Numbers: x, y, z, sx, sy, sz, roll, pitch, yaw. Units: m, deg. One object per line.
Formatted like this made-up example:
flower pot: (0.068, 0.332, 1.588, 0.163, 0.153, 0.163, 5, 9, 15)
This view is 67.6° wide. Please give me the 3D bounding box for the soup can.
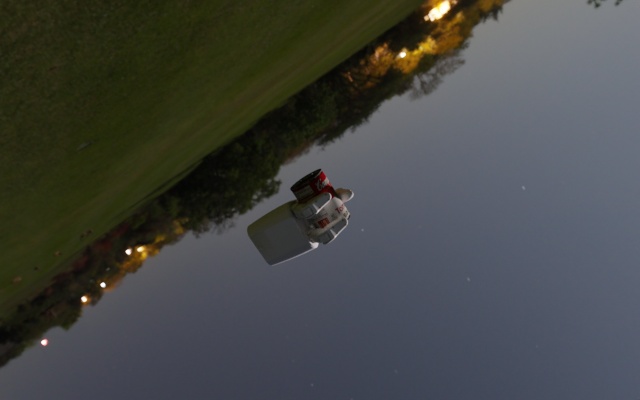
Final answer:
soup can: (0.001, 0.003, 0.869, 0.068, 0.102, 0.068, -31, 12, 7)
